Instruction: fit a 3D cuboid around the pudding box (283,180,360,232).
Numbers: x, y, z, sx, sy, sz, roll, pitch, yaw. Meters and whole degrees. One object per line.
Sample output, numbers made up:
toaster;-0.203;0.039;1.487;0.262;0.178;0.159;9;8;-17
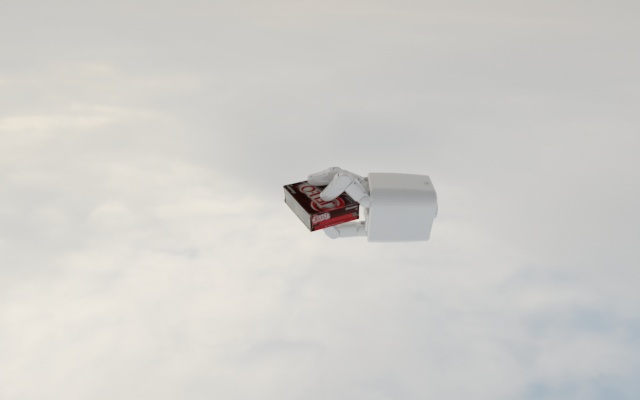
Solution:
pudding box;0.000;0.003;0.793;0.090;0.039;0.113;-13;30;-23
